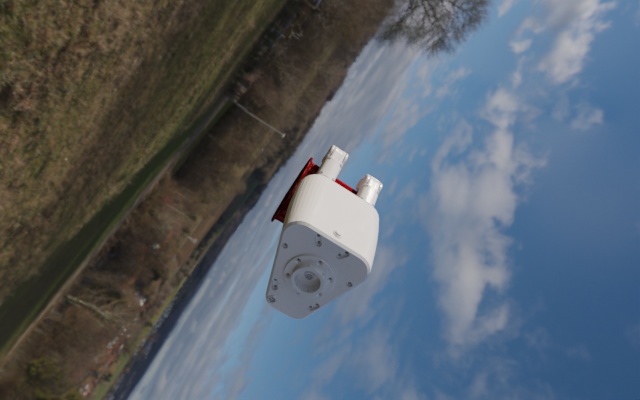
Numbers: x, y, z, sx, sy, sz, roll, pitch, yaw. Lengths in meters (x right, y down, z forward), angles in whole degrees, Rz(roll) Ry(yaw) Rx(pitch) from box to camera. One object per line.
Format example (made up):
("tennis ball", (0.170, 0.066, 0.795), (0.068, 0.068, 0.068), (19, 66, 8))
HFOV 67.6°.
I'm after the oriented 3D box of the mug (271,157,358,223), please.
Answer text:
("mug", (0.000, 0.001, 0.597), (0.081, 0.093, 0.117), (32, 27, -6))
